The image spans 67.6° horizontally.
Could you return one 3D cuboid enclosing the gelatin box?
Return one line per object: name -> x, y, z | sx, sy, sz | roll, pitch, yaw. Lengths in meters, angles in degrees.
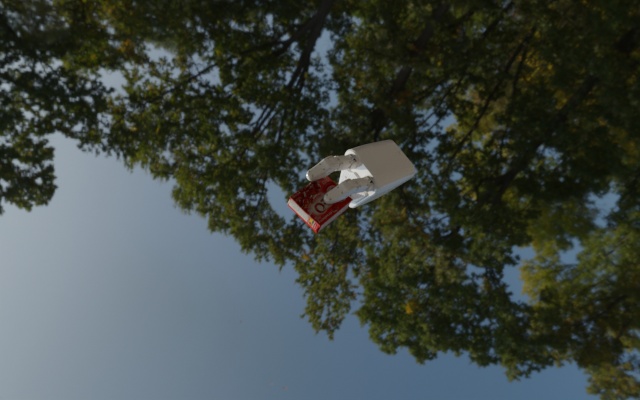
gelatin box -> 0.000, 0.003, 0.822 | 0.089, 0.073, 0.030 | -37, -16, -34
